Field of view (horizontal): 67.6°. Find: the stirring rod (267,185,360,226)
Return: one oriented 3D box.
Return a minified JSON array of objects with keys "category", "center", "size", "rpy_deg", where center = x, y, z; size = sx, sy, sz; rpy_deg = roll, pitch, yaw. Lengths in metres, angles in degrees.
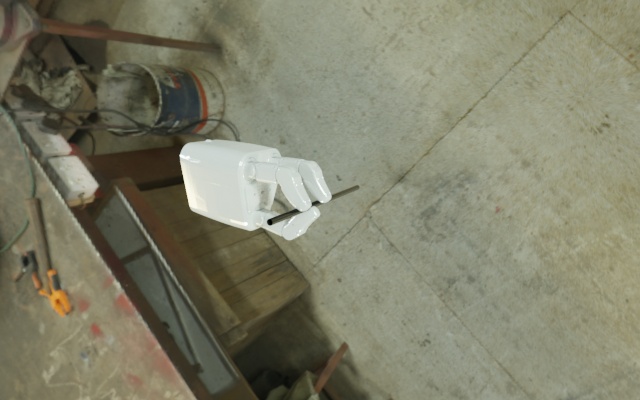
[{"category":"stirring rod","center":[0.000,0.002,0.636],"size":[0.011,0.011,0.239],"rpy_deg":[0,11,29]}]
